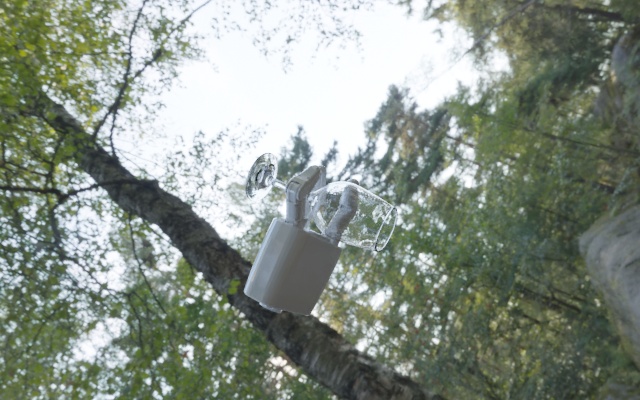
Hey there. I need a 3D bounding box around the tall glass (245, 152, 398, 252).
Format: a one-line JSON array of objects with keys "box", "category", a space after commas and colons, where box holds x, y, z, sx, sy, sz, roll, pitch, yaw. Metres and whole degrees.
[{"box": [0.000, 0.002, 0.642, 0.201, 0.079, 0.079, 22, 9, 23], "category": "tall glass"}]
